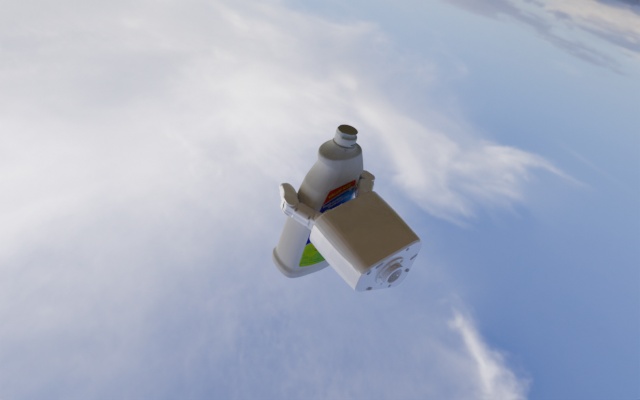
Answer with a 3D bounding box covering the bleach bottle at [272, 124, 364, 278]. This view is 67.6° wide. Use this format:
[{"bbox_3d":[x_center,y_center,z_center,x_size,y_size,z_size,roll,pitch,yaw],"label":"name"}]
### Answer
[{"bbox_3d":[0.000,0.002,0.713,0.102,0.251,0.068,-12,46,-34],"label":"bleach bottle"}]
